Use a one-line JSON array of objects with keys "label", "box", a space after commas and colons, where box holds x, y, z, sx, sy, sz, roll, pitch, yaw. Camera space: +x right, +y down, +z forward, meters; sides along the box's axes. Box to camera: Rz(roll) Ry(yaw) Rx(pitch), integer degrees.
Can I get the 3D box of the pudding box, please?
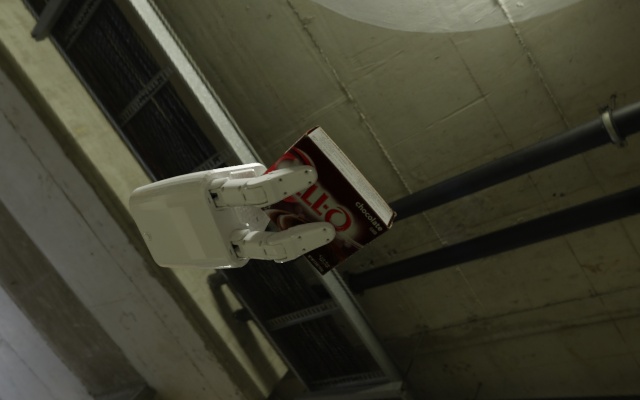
[{"label": "pudding box", "box": [0.000, 0.001, 0.445, 0.090, 0.113, 0.039, -40, 7, 33]}]
